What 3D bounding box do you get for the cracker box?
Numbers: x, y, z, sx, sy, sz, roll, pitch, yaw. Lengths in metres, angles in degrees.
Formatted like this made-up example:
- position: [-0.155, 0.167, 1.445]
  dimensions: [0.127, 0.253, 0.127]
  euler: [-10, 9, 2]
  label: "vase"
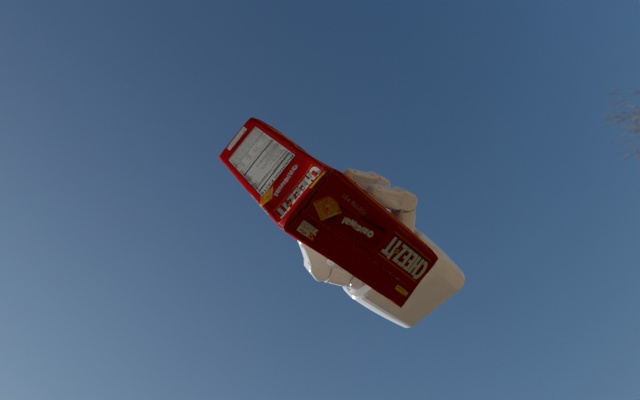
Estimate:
- position: [0.000, 0.002, 0.505]
  dimensions: [0.164, 0.072, 0.213]
  euler: [37, 1, -33]
  label: "cracker box"
